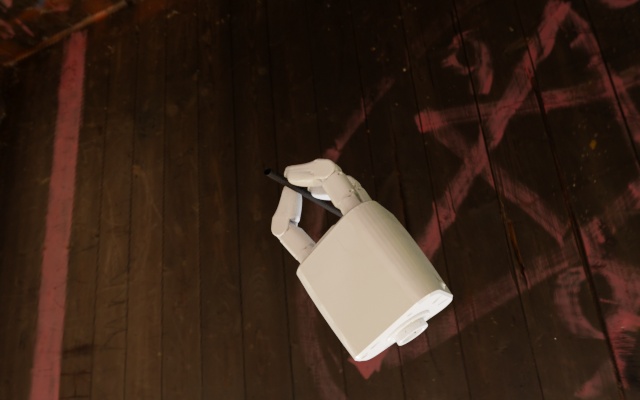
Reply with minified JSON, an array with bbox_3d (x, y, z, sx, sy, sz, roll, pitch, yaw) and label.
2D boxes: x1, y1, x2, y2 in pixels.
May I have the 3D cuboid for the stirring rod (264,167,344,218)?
[{"bbox_3d":[0.000,0.002,0.564,0.011,0.011,0.239,0,-15,26],"label":"stirring rod"}]
